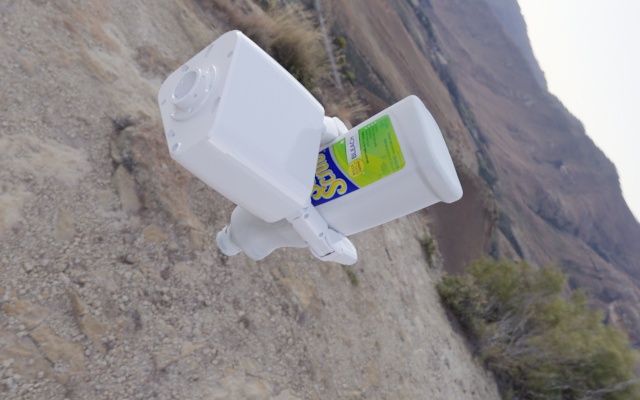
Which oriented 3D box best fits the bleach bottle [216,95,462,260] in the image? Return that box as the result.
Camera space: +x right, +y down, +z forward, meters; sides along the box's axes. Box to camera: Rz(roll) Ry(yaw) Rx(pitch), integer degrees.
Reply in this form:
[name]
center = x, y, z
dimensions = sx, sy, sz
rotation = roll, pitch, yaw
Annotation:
[bleach bottle]
center = 0.000, 0.001, 0.463
dimensions = 0.251, 0.102, 0.068
rotation = -27, -40, 24
